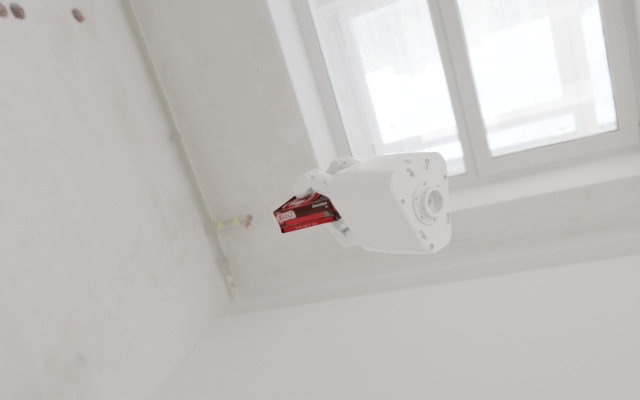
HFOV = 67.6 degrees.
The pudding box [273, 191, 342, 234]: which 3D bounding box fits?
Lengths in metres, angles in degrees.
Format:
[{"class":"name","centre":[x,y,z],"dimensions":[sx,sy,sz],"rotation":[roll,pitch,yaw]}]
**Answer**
[{"class":"pudding box","centre":[0.000,0.002,0.666],"dimensions":[0.090,0.039,0.113],"rotation":[-14,12,28]}]
